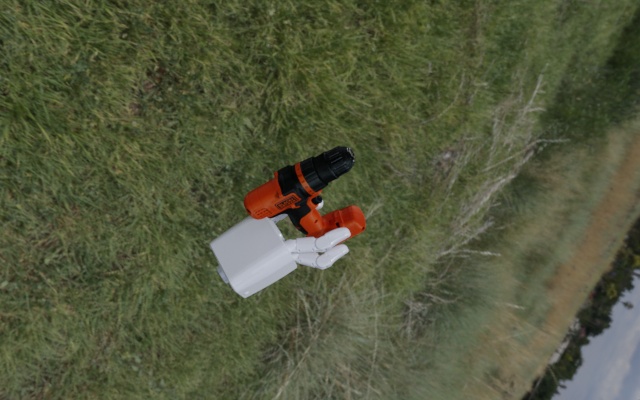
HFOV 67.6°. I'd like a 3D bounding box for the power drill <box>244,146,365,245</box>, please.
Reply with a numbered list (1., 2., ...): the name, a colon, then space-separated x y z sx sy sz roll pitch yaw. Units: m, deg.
1. power drill: 0.000 0.003 0.758 0.184 0.057 0.188 -26 -39 17
